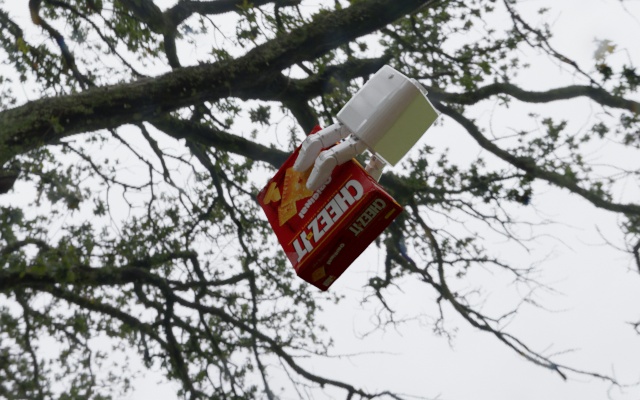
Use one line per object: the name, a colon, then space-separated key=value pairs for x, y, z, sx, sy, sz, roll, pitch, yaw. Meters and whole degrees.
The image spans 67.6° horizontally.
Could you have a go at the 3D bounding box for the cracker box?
cracker box: x=0.000 y=0.002 z=0.723 sx=0.072 sy=0.164 sz=0.213 roll=34 pitch=13 yaw=-37
